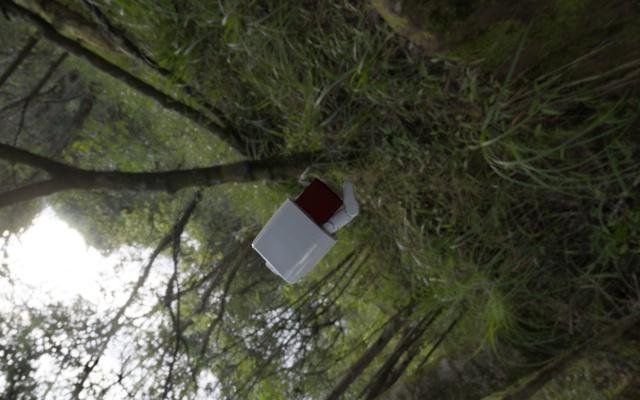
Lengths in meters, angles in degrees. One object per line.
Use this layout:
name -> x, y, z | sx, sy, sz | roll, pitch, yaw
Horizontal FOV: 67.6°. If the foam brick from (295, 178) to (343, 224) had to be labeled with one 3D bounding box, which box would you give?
foam brick -> 0.000, 0.002, 0.773 | 0.053, 0.051, 0.078 | 44, 3, 9
